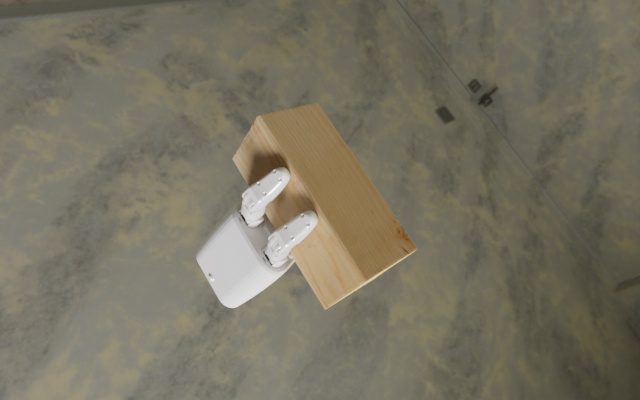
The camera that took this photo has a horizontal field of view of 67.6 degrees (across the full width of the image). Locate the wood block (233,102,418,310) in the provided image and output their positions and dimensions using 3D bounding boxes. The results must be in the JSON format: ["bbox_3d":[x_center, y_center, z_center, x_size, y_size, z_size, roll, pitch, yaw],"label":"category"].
[{"bbox_3d":[0.000,0.002,0.540,0.091,0.206,0.090,-23,-16,-40],"label":"wood block"}]
